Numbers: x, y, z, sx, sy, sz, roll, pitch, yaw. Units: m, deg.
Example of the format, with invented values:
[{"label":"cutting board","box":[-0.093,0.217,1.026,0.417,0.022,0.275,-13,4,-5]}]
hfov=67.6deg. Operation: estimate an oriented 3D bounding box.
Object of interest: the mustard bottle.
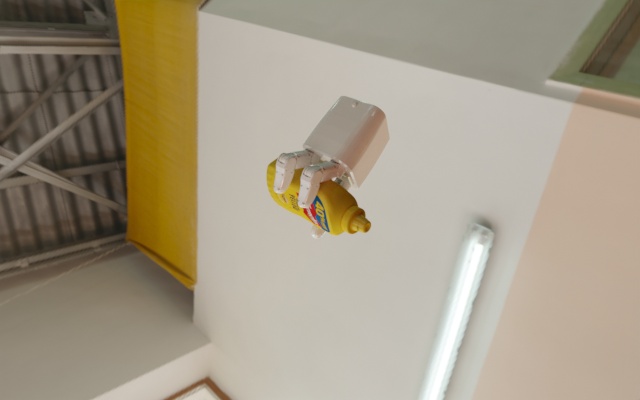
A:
[{"label":"mustard bottle","box":[0.000,0.003,0.732,0.191,0.096,0.058,28,54,37]}]
